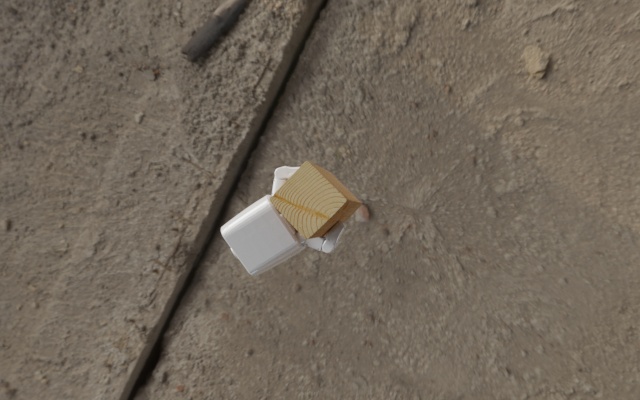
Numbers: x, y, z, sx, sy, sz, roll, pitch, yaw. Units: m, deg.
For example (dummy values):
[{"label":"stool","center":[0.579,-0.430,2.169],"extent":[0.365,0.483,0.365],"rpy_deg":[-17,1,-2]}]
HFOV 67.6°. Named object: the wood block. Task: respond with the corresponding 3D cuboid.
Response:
[{"label":"wood block","center":[0.000,0.003,0.828],"extent":[0.090,0.091,0.206],"rpy_deg":[-45,-9,7]}]
